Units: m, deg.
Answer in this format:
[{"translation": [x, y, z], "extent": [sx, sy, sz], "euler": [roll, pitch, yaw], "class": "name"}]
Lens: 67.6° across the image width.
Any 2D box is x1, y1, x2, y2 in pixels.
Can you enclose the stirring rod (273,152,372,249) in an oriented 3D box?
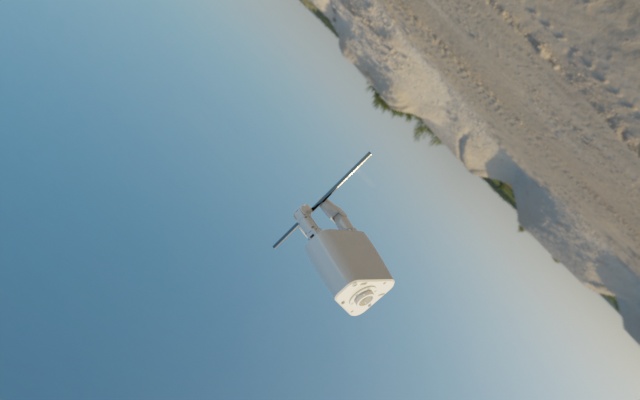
[{"translation": [0.000, 0.003, 0.822], "extent": [0.239, 0.011, 0.011], "euler": [-44, -14, 15], "class": "stirring rod"}]
